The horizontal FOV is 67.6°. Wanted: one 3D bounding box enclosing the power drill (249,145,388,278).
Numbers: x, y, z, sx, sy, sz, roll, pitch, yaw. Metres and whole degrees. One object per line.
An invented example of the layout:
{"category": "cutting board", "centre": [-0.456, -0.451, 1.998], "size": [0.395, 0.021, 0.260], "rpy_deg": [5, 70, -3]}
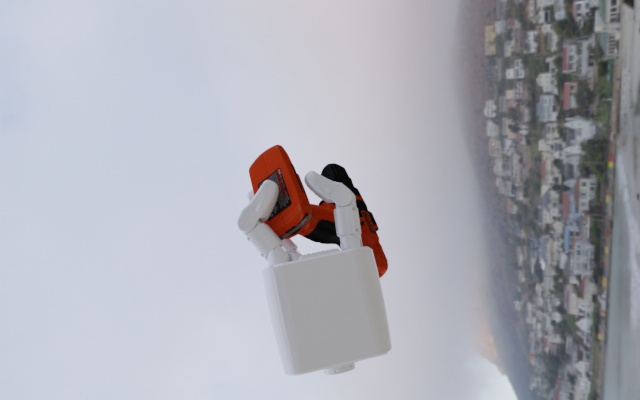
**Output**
{"category": "power drill", "centre": [0.000, 0.002, 0.587], "size": [0.057, 0.184, 0.188], "rpy_deg": [-39, -38, 22]}
